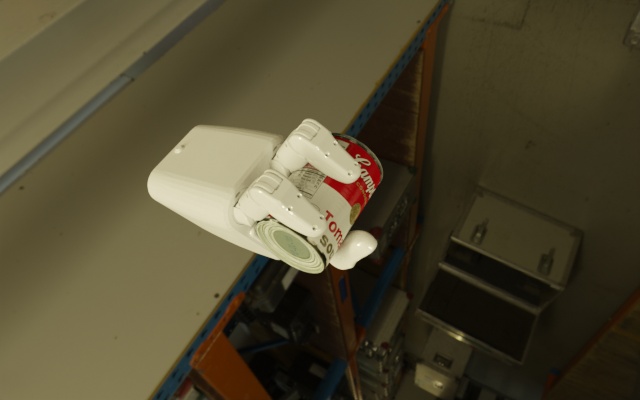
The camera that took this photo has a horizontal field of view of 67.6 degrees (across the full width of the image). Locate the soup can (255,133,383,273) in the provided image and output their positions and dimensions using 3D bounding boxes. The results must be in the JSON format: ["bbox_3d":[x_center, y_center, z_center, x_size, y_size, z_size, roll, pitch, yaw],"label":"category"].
[{"bbox_3d":[0.000,0.002,0.403,0.068,0.102,0.068,26,-29,16],"label":"soup can"}]
